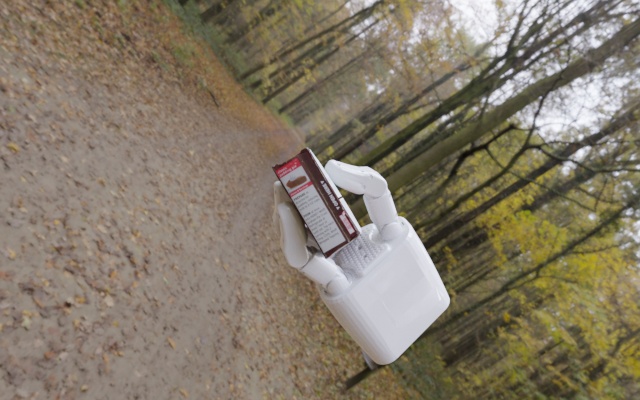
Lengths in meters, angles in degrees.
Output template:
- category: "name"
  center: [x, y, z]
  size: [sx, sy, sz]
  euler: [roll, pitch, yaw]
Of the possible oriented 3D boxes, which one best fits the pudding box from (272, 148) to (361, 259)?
- category: "pudding box"
  center: [0.000, 0.001, 0.445]
  size: [0.039, 0.090, 0.113]
  euler: [-32, -2, 2]
